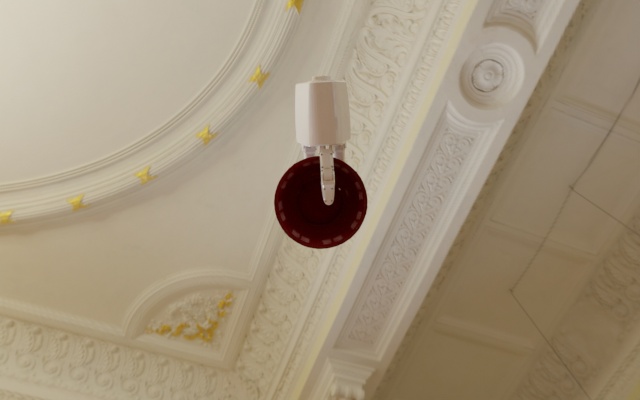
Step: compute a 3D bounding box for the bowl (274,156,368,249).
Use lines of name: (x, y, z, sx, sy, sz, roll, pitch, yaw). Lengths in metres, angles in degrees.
bowl: (0.000, 0.004, 0.847, 0.162, 0.162, 0.055, 0, 2, -2)
